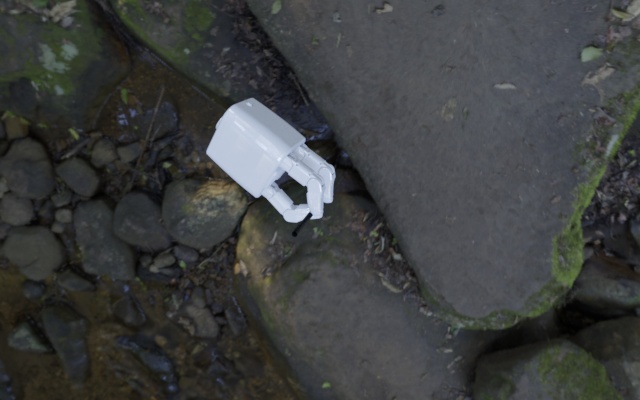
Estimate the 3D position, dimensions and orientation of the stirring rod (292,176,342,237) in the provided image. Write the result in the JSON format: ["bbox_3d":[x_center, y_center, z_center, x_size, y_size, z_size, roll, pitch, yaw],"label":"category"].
[{"bbox_3d":[0.000,0.002,0.740,0.011,0.011,0.239,0,21,18],"label":"stirring rod"}]
